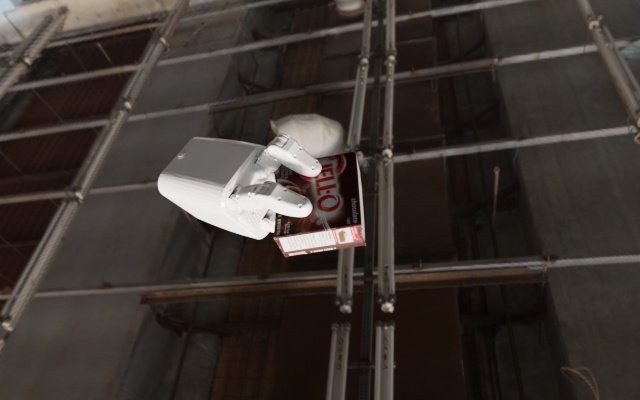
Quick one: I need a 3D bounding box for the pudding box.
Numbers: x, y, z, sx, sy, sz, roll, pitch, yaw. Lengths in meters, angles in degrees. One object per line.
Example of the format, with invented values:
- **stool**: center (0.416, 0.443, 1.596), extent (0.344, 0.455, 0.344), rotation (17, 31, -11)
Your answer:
- **pudding box**: center (0.000, 0.002, 0.513), extent (0.090, 0.113, 0.039), rotation (-10, -42, 10)
